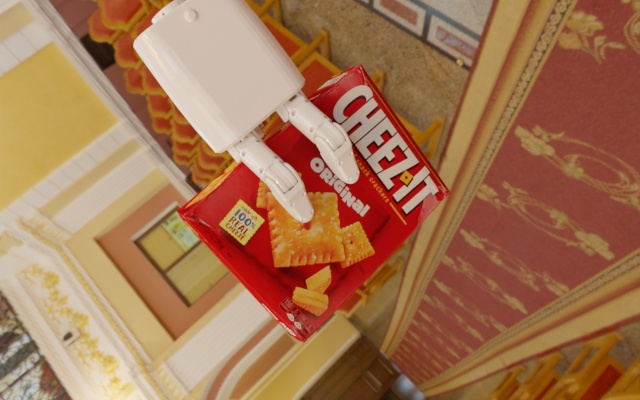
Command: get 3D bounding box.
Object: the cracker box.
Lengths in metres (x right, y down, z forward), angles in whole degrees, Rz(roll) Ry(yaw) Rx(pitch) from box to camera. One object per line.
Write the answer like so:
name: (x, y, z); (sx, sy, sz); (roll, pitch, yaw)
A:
cracker box: (0.000, 0.002, 0.461); (0.213, 0.164, 0.072); (-43, 17, -13)
